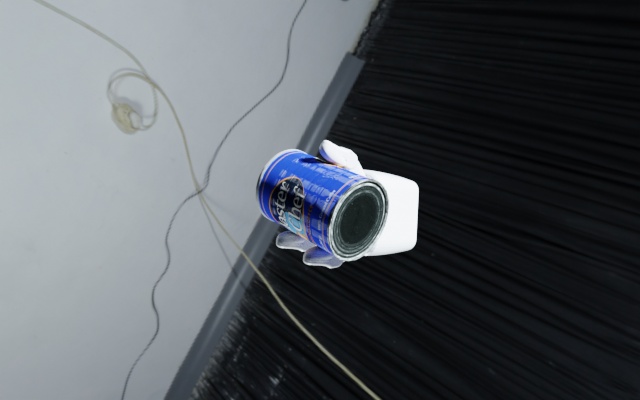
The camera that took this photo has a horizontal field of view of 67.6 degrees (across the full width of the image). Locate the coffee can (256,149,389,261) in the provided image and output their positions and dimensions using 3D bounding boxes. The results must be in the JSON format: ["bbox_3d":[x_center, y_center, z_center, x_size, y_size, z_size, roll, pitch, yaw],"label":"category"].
[{"bbox_3d":[0.000,0.002,0.603,0.103,0.103,0.140,0,19,-45],"label":"coffee can"}]
